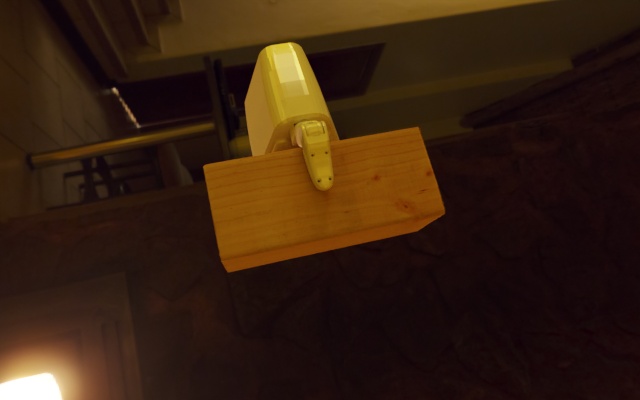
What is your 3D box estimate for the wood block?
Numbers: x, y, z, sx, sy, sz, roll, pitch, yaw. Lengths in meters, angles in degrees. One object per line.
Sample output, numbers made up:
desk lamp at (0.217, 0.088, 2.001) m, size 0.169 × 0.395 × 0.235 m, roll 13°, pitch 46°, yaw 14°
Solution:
wood block at (0.000, 0.001, 0.469) m, size 0.206 × 0.090 × 0.091 m, roll -12°, pitch -14°, yaw -9°
